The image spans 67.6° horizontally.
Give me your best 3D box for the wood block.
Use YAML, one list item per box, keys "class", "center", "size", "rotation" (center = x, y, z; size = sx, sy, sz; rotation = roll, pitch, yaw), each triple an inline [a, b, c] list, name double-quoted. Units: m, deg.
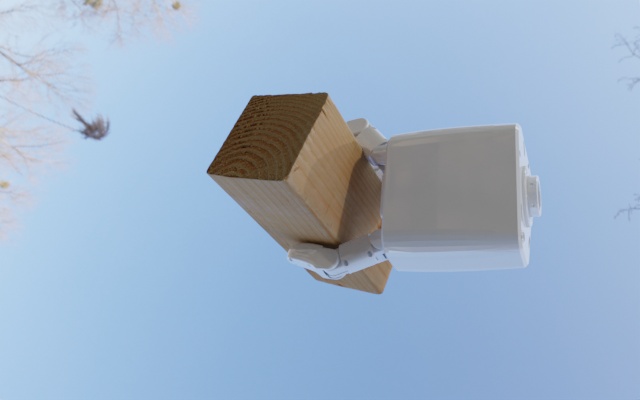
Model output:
- class: "wood block"
  center: [0.000, 0.002, 0.463]
  size: [0.090, 0.090, 0.206]
  rotation: [7, -30, 35]
